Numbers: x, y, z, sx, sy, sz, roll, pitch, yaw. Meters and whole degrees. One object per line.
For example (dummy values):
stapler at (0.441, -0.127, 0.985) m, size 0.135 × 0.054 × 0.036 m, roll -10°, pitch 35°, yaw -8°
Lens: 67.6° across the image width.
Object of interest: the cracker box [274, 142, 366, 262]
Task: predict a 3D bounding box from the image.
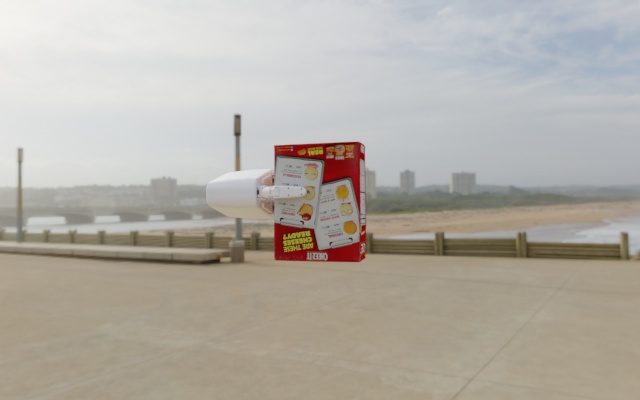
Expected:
cracker box at (0.000, 0.003, 0.883) m, size 0.164 × 0.213 × 0.072 m, roll -1°, pitch -1°, yaw 17°
